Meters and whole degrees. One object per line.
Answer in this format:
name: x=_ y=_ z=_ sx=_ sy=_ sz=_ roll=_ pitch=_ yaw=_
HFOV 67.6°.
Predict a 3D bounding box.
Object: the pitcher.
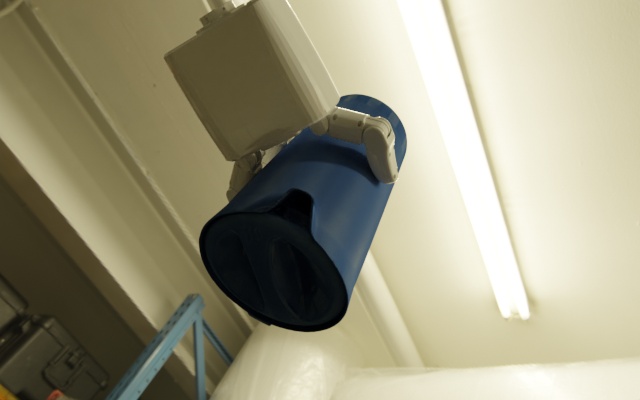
pitcher: x=0.000 y=0.001 z=0.470 sx=0.149 sy=0.145 sz=0.242 roll=-13 pitch=29 yaw=35
